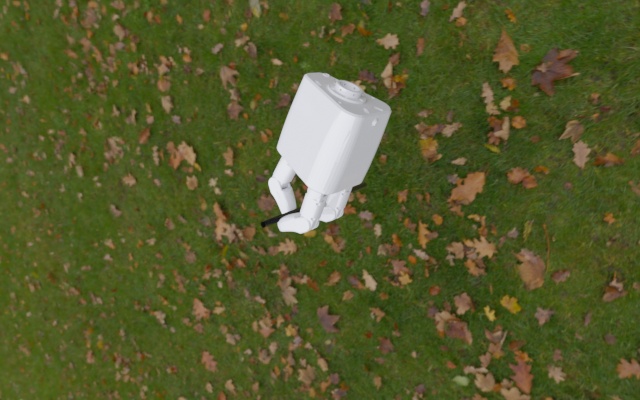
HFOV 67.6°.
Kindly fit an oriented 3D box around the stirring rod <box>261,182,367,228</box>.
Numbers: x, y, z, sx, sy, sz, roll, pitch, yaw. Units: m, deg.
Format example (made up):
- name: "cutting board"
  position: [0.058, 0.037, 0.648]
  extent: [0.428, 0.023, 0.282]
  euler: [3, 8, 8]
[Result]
- name: "stirring rod"
  position: [0.000, 0.002, 0.694]
  extent: [0.011, 0.011, 0.239]
  euler: [0, 14, 38]
